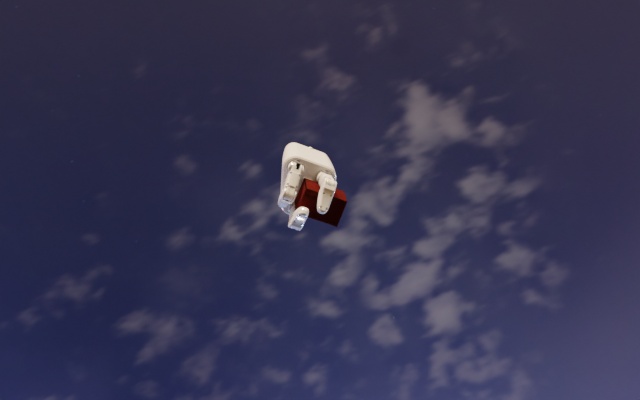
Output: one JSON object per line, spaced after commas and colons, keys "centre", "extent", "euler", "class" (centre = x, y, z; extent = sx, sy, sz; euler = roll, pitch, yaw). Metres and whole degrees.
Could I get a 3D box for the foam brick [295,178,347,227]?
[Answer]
{"centre": [0.000, 0.003, 0.833], "extent": [0.078, 0.053, 0.051], "euler": [19, 20, -12], "class": "foam brick"}
